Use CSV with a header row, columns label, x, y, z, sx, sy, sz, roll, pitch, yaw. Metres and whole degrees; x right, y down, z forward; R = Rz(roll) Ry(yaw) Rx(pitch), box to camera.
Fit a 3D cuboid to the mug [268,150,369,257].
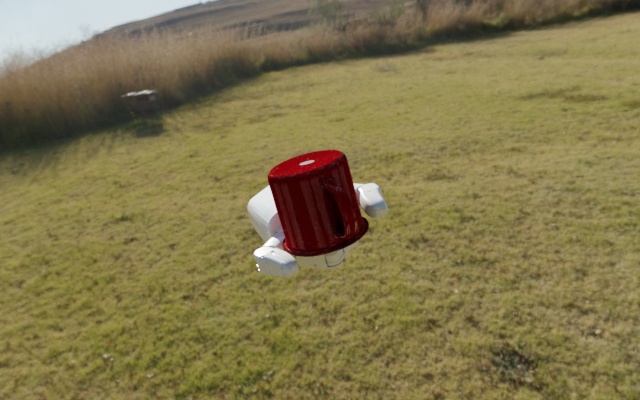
label,x,y,z,sx,sy,sz,roll,pitch,yaw
mug,0.001,0.002,0.472,0.093,0.081,0.117,-22,20,-18
